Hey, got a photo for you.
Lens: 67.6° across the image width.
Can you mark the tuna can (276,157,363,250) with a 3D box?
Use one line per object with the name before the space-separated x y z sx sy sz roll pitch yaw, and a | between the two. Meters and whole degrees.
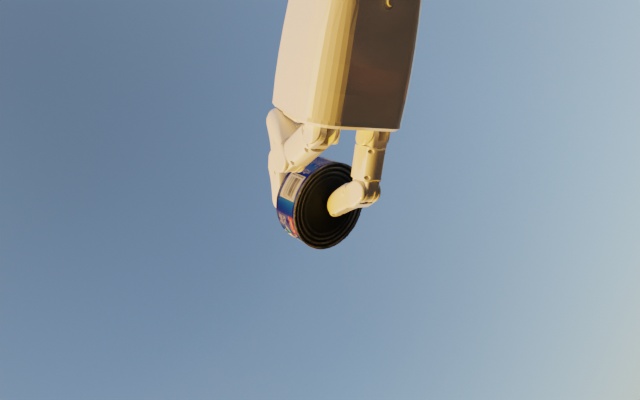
tuna can | 0.000 0.001 0.463 0.086 0.086 0.033 0 16 -41
